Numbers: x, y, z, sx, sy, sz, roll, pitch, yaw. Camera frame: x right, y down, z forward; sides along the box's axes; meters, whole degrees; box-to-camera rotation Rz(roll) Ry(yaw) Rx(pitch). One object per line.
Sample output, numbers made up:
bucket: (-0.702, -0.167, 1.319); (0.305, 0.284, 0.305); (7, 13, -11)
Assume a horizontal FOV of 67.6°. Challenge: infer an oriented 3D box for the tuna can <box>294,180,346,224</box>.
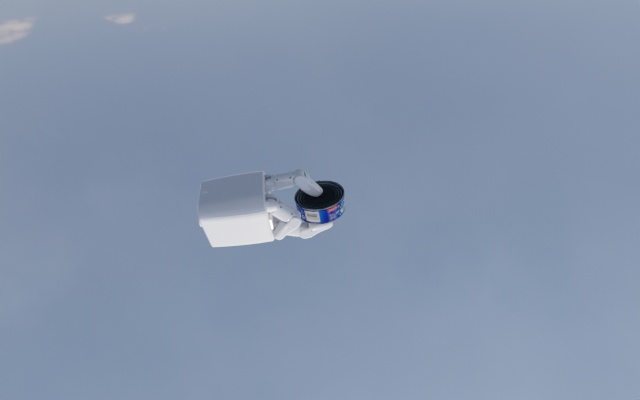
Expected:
tuna can: (0.000, 0.003, 0.819); (0.086, 0.034, 0.086); (-7, 35, 5)
